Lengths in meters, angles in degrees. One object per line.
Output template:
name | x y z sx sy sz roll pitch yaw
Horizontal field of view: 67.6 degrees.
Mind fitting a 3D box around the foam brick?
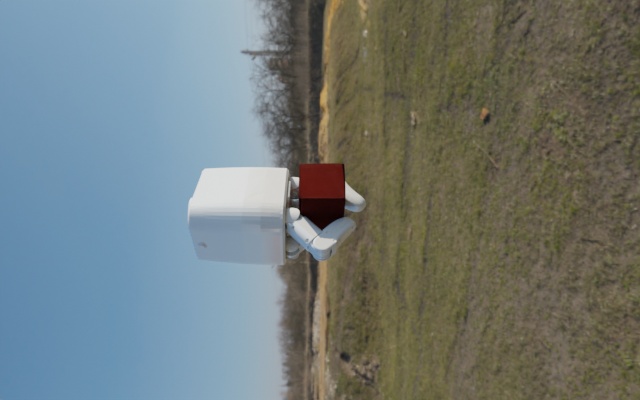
foam brick | 0.000 0.002 0.549 0.051 0.053 0.078 1 -39 -2
